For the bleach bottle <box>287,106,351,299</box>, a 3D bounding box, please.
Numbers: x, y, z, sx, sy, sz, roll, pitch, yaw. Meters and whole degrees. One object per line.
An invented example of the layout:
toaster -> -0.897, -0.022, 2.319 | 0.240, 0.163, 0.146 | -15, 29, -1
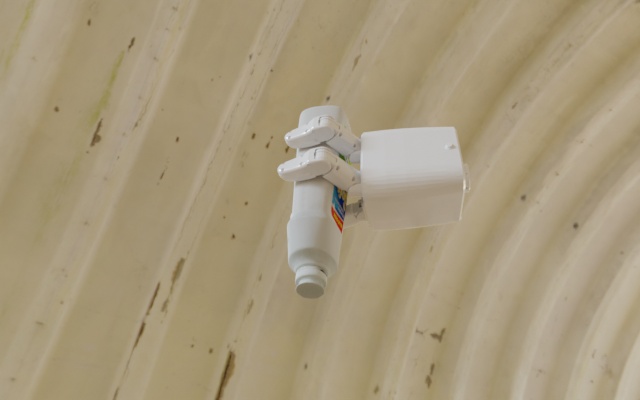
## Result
bleach bottle -> 0.000, 0.002, 0.548 | 0.068, 0.250, 0.103 | -4, -44, 10
